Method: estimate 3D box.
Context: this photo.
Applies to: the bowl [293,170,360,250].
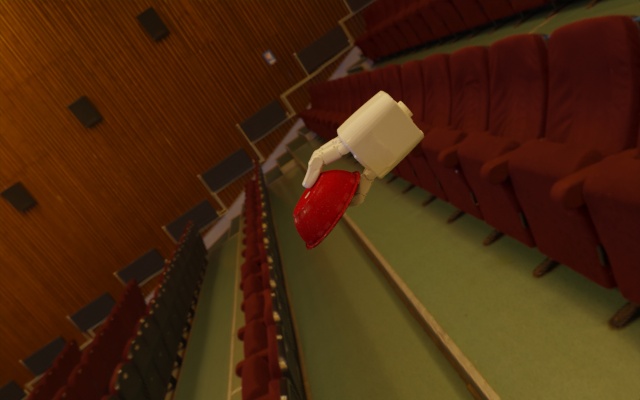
[{"bbox_3d":[-0.001,0.004,0.825,0.055,0.162,0.162,33,-7,-11],"label":"bowl"}]
